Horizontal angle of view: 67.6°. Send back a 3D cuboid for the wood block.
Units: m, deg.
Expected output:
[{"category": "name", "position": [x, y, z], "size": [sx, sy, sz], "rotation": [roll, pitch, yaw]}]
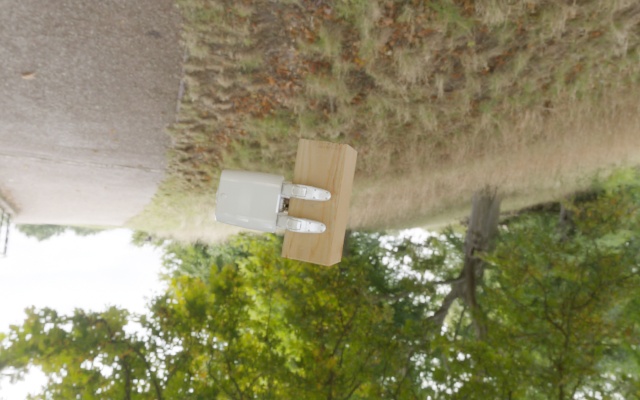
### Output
[{"category": "wood block", "position": [0.000, 0.003, 0.848], "size": [0.090, 0.206, 0.091], "rotation": [9, 1, 15]}]
